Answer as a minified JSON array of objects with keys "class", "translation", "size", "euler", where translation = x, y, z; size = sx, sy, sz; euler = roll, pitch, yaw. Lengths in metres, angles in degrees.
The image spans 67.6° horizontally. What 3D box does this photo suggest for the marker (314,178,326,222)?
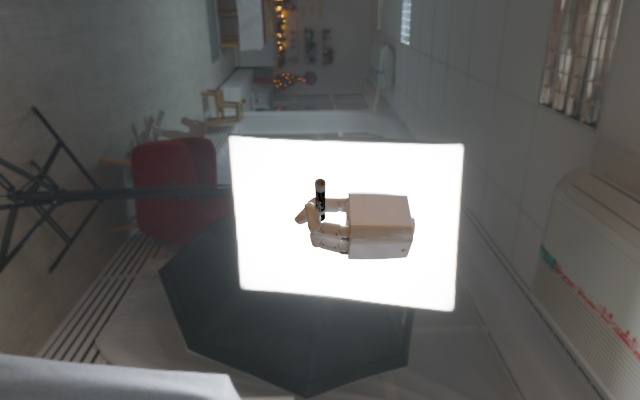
[{"class":"marker","translation":[0.000,0.003,0.801],"size":[0.020,0.020,0.121],"euler":[0,-30,0]}]
